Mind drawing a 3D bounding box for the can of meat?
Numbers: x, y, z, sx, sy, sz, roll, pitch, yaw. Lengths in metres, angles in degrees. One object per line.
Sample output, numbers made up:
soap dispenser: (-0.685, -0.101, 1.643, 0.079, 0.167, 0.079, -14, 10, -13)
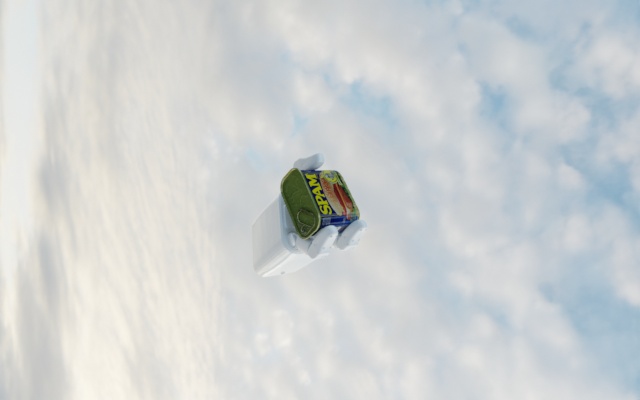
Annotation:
can of meat: (0.000, 0.002, 0.707, 0.084, 0.102, 0.057, -3, -30, -41)
